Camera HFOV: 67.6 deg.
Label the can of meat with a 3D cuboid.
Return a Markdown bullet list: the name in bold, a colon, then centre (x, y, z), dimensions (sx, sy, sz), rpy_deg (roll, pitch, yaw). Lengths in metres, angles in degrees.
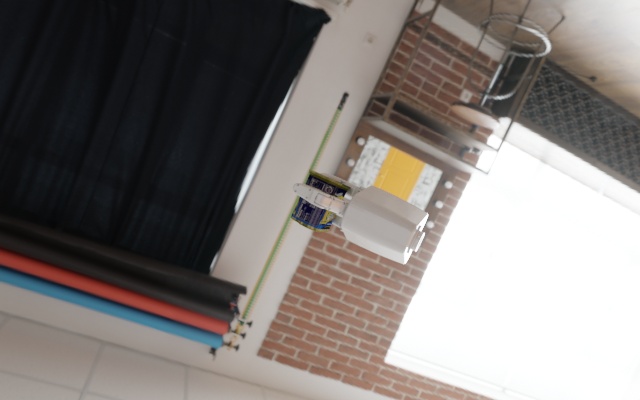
- **can of meat**: centre (0.000, 0.003, 0.768), dimensions (0.057, 0.084, 0.102), rpy_deg (25, 4, 14)
